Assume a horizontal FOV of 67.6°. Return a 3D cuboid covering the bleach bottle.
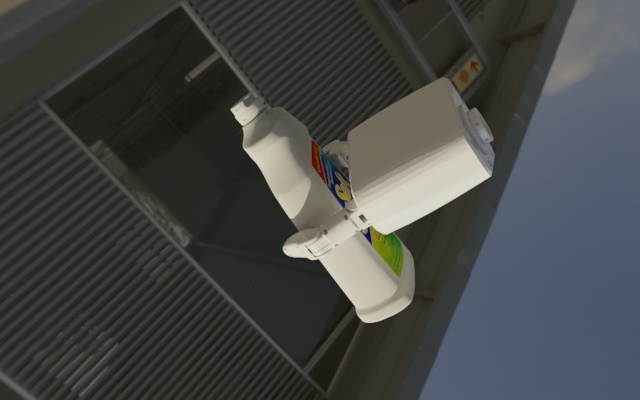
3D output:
[{"bbox_3d":[0.000,0.002,0.480,0.068,0.251,0.102,-31,20,25],"label":"bleach bottle"}]
